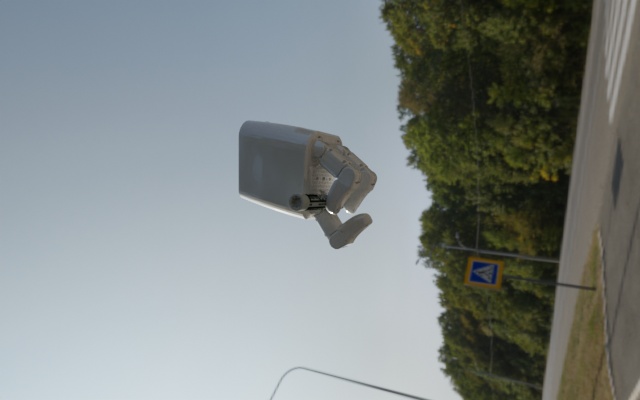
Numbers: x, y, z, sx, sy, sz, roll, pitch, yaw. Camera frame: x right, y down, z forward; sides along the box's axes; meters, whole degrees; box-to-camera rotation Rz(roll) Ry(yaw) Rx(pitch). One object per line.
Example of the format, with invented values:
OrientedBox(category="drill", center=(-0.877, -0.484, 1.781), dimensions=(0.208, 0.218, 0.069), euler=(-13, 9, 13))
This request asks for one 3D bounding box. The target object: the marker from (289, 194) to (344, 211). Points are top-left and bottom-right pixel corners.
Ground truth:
OrientedBox(category="marker", center=(0.000, 0.002, 0.564), dimensions=(0.020, 0.020, 0.121), euler=(0, 0, 26))
